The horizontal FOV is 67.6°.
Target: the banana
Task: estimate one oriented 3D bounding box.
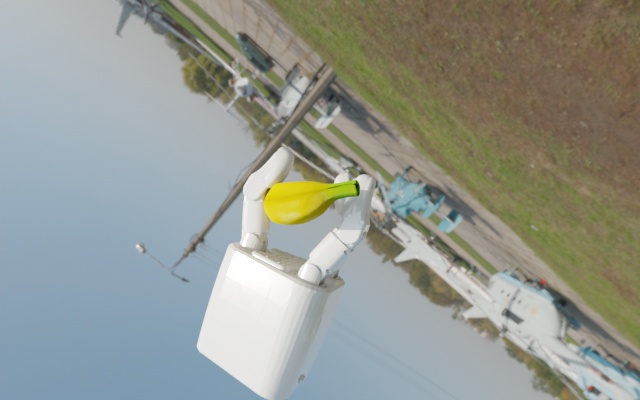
[{"bbox_3d":[-0.018,0.002,0.438,0.069,0.037,0.198,-1,1,-9],"label":"banana"}]
